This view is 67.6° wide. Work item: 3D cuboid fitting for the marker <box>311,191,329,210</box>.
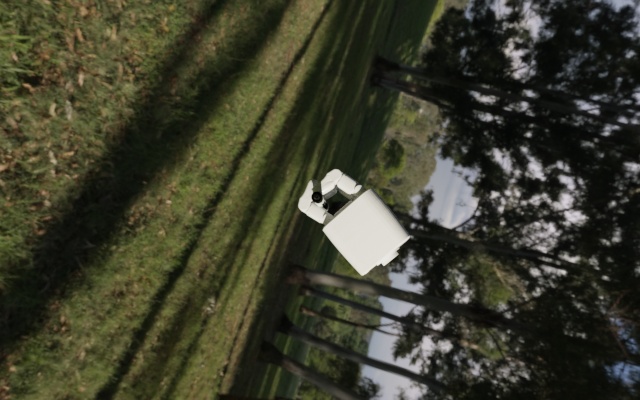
[{"bbox_3d":[0.000,0.003,0.832,0.020,0.020,0.121,0,-9,6],"label":"marker"}]
